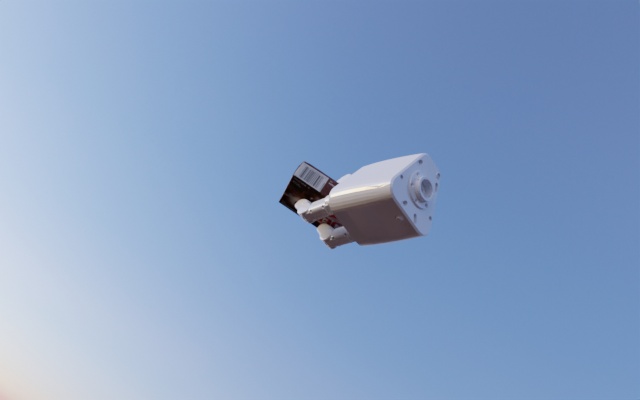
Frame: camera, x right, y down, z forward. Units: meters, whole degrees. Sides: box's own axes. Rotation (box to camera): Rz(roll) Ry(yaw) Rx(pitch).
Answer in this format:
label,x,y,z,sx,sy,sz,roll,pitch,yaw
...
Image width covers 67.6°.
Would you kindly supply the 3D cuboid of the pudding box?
label,x,y,z,sx,sy,sz,roll,pitch,yaw
pudding box,0.000,0.002,0.729,0.113,0.039,0.090,36,-34,1
